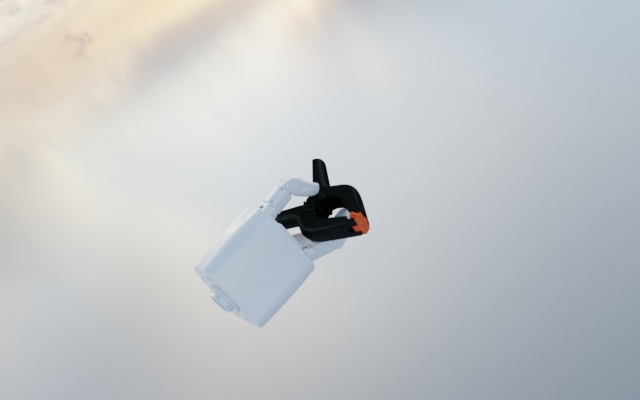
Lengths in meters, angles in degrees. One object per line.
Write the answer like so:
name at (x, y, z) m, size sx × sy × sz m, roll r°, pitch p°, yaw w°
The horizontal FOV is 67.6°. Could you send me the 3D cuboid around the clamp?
clamp at (0.000, 0.002, 0.669) m, size 0.210 × 0.164 × 0.036 m, roll 9°, pitch -38°, yaw 50°
